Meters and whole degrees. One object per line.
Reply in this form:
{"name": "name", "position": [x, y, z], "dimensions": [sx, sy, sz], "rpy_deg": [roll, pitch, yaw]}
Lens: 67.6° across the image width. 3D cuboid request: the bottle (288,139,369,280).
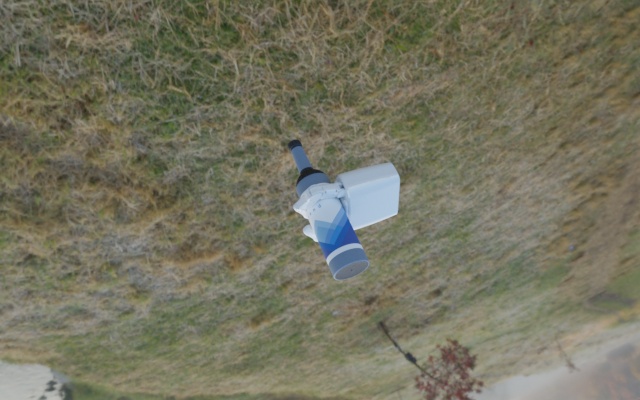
{"name": "bottle", "position": [0.000, 0.003, 0.885], "dimensions": [0.069, 0.295, 0.069], "rpy_deg": [-18, -30, -11]}
